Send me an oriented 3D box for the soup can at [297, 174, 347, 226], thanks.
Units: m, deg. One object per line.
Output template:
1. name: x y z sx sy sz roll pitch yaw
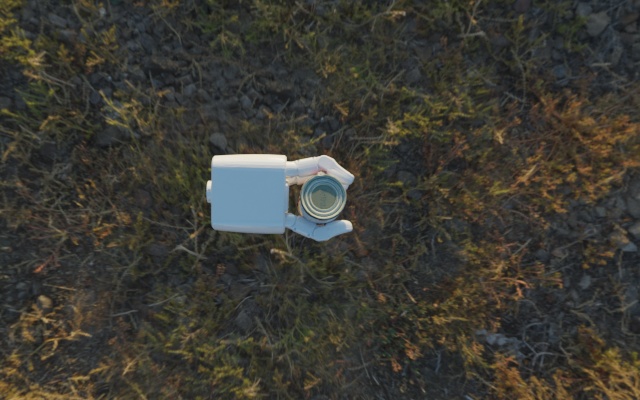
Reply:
1. soup can: 0.001 0.002 0.716 0.068 0.068 0.102 0 -9 -5
